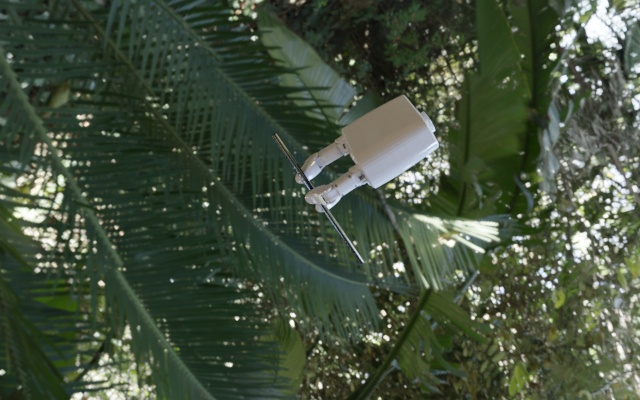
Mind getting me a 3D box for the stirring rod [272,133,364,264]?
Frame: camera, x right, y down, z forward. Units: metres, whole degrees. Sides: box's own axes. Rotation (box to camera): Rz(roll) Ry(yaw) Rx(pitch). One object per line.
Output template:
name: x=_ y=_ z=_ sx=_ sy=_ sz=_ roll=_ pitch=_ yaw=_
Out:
stirring rod: x=0.000 y=0.002 z=0.700 sx=0.011 sy=0.239 sz=0.011 roll=-30 pitch=20 yaw=12
